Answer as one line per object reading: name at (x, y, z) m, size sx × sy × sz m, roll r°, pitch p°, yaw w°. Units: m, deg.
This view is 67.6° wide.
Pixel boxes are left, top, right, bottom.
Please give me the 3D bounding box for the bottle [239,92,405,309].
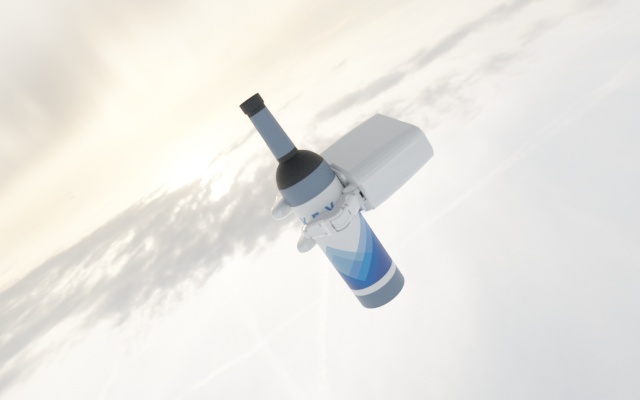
bottle at (0.000, 0.002, 0.575) m, size 0.069 × 0.296 × 0.069 m, roll -31°, pitch 18°, yaw 11°
